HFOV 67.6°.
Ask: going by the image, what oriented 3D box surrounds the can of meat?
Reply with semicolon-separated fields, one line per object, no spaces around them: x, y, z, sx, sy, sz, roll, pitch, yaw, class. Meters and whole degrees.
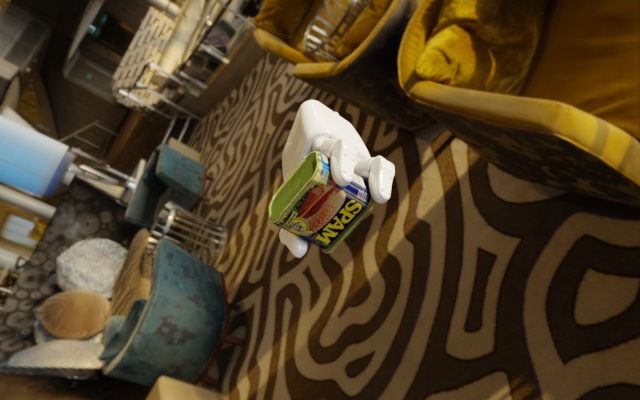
0.000;0.002;0.560;0.084;0.102;0.057;29;27;-26;can of meat
